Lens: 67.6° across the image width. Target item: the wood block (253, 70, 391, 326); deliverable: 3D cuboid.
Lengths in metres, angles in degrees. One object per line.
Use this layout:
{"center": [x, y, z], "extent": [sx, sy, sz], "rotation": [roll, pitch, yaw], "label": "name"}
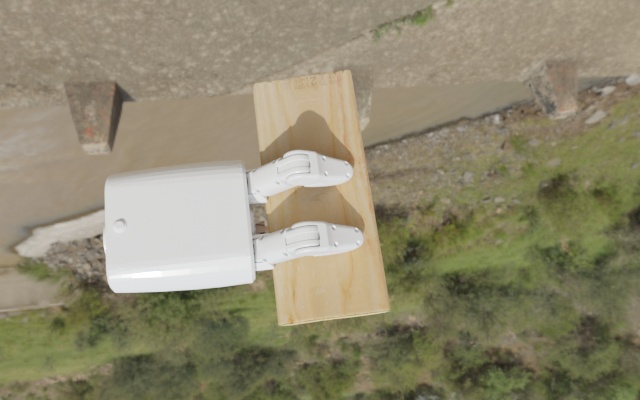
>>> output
{"center": [0.000, 0.002, 0.430], "extent": [0.090, 0.206, 0.091], "rotation": [-8, -14, 1], "label": "wood block"}
